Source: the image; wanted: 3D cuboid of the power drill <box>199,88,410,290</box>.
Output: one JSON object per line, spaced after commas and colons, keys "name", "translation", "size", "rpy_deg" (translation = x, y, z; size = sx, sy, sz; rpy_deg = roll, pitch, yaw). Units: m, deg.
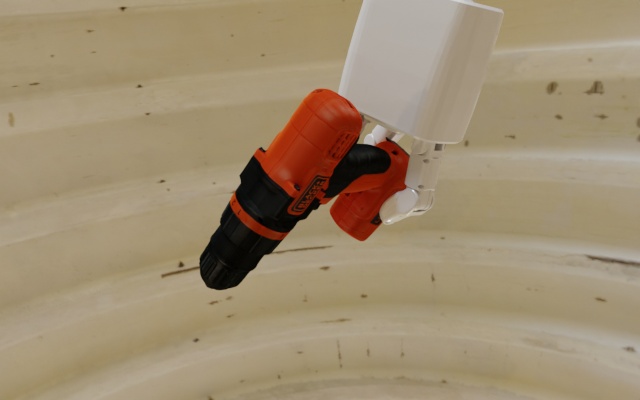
{"name": "power drill", "translation": [0.000, 0.001, 0.417], "size": [0.057, 0.184, 0.187], "rpy_deg": [48, 22, 22]}
